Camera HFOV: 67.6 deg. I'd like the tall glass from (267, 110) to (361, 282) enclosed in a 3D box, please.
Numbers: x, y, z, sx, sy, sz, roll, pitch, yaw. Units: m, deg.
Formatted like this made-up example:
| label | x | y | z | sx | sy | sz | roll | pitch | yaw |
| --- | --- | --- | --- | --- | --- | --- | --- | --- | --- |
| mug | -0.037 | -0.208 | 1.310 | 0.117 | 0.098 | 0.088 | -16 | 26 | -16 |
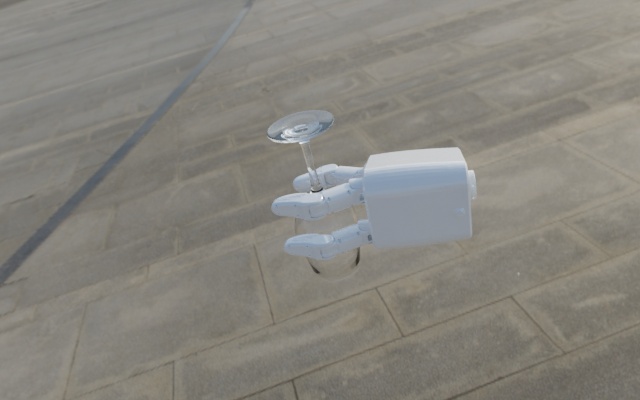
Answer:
| label | x | y | z | sx | sy | sz | roll | pitch | yaw |
| --- | --- | --- | --- | --- | --- | --- | --- | --- | --- |
| tall glass | 0.000 | 0.001 | 0.559 | 0.079 | 0.201 | 0.079 | -10 | 32 | 6 |
